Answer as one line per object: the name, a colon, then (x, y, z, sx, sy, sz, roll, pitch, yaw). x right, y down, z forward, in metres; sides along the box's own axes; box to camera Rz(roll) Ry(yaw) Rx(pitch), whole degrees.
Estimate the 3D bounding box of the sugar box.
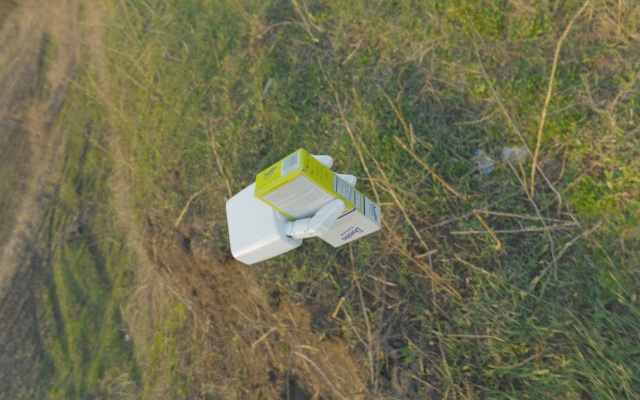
sugar box: (0.000, 0.002, 0.693, 0.093, 0.048, 0.176, -26, -42, 33)
